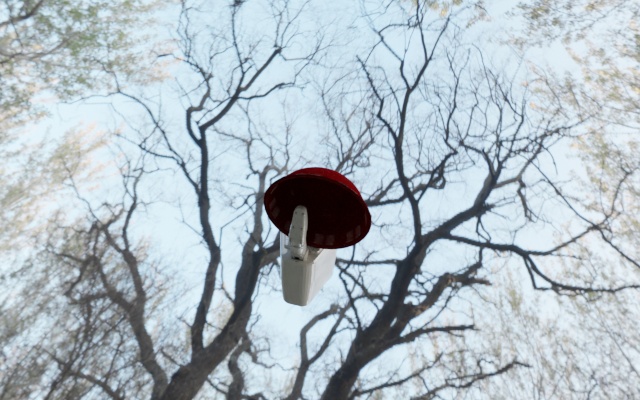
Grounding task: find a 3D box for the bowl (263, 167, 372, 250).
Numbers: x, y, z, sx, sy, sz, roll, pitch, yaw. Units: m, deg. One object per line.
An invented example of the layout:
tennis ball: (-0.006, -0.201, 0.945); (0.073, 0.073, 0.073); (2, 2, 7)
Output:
bowl: (0.001, 0.001, 0.709); (0.162, 0.055, 0.162); (10, -41, 9)
